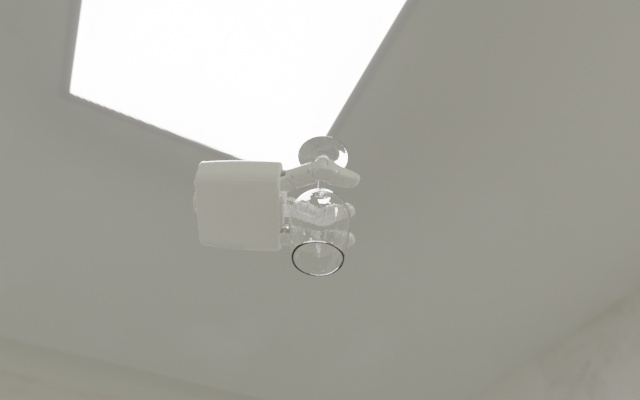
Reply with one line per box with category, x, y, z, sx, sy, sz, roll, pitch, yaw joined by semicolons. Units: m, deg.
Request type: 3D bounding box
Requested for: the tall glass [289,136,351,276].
tall glass;0.000;0.002;0.627;0.079;0.079;0.200;0;42;2
